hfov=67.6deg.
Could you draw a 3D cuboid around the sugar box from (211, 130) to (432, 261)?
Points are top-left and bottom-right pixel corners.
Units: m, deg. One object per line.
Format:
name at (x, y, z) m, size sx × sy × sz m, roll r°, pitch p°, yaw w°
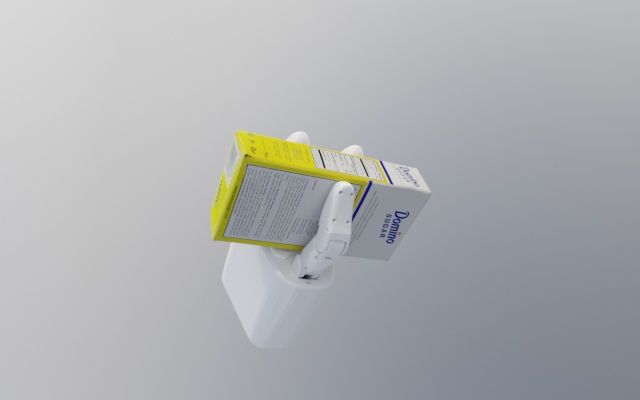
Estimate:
sugar box at (0.000, 0.001, 0.428) m, size 0.176 × 0.093 × 0.048 m, roll 9°, pitch 38°, yaw -25°
